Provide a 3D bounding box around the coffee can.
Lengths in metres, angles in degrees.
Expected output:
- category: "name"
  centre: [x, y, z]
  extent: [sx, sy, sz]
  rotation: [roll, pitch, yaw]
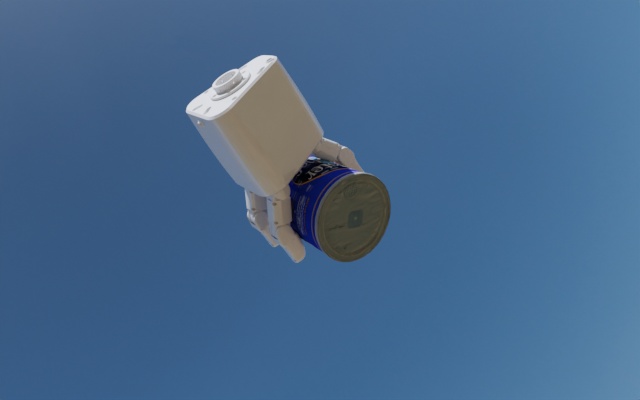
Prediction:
- category: "coffee can"
  centre: [0.000, 0.002, 0.577]
  extent: [0.103, 0.103, 0.140]
  rotation: [0, 15, -36]
